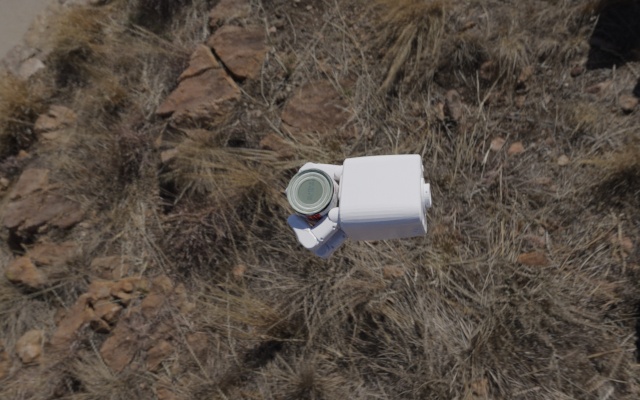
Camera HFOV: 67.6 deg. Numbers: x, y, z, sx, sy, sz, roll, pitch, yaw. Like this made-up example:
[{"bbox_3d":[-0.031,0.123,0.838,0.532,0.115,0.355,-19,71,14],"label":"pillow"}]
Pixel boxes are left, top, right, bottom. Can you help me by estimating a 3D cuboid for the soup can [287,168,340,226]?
[{"bbox_3d":[0.000,0.002,0.677,0.068,0.068,0.102,0,-17,17],"label":"soup can"}]
